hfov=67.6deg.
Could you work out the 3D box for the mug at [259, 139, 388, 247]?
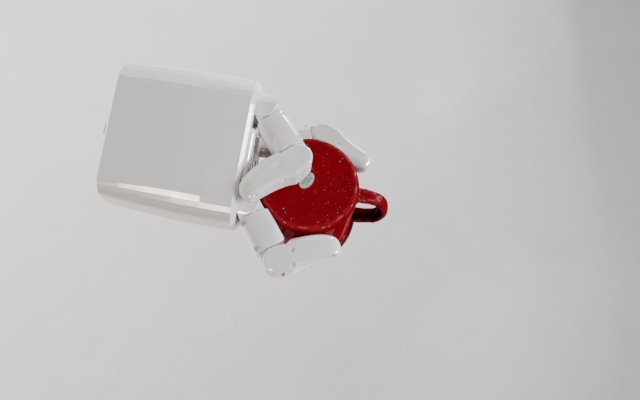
[{"bbox_3d":[0.001,0.002,0.411,0.117,0.093,0.081,9,-20,-1],"label":"mug"}]
